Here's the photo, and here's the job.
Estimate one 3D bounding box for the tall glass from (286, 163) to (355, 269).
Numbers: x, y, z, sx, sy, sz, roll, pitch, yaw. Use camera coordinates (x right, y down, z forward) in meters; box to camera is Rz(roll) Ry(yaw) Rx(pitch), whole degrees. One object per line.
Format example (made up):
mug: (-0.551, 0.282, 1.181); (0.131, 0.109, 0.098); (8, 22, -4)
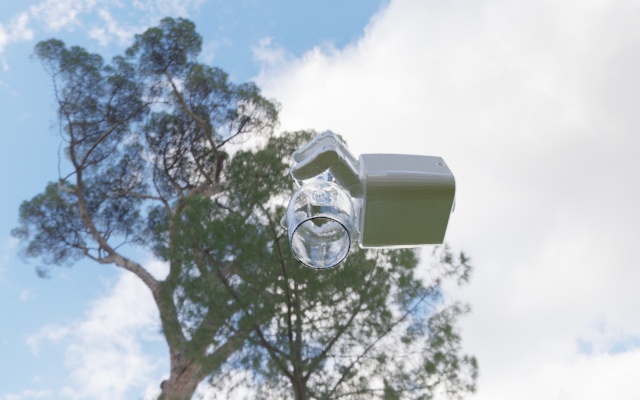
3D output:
tall glass: (0.000, 0.002, 0.571); (0.079, 0.079, 0.201); (0, 25, 0)
